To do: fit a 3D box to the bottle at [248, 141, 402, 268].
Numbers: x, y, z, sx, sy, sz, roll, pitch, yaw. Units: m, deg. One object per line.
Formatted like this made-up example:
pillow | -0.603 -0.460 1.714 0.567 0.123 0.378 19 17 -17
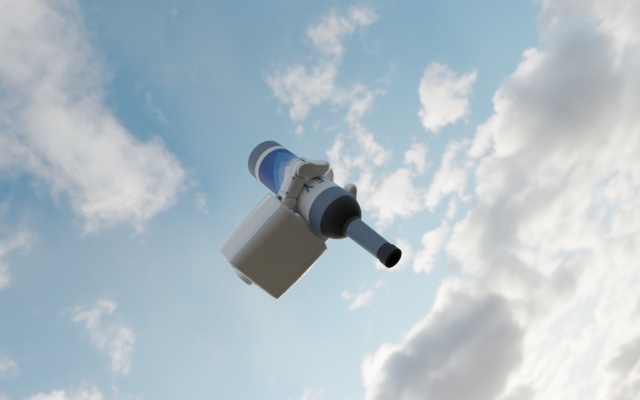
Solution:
bottle | 0.000 0.002 0.660 0.069 0.069 0.295 0 27 -41
